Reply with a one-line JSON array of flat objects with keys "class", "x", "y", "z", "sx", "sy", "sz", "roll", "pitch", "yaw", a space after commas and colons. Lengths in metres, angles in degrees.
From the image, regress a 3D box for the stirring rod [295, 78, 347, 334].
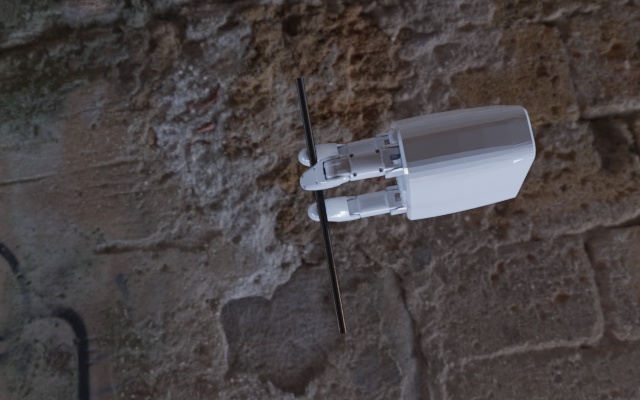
[{"class": "stirring rod", "x": 0.000, "y": 0.001, "z": 0.444, "sx": 0.011, "sy": 0.239, "sz": 0.011, "roll": -10, "pitch": -7, "yaw": -1}]
